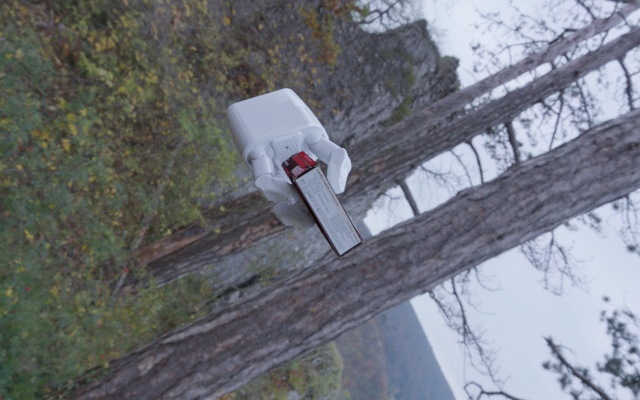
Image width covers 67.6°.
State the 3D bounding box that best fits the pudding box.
[{"bbox_3d":[0.000,0.002,0.567,0.039,0.113,0.090,-33,20,-2],"label":"pudding box"}]
